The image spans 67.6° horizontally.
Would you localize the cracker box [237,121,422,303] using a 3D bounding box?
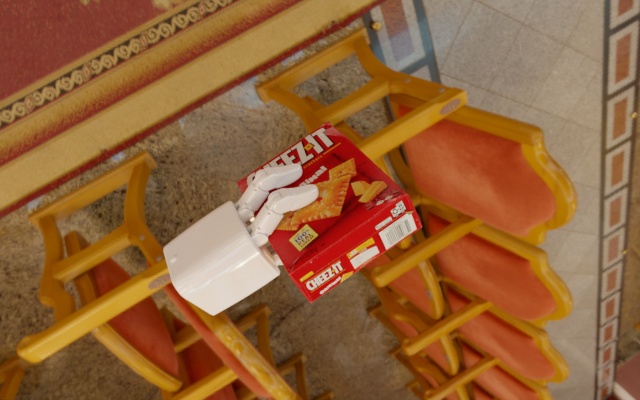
[{"bbox_3d":[0.000,0.002,0.621,0.164,0.072,0.213,-34,41,-4],"label":"cracker box"}]
